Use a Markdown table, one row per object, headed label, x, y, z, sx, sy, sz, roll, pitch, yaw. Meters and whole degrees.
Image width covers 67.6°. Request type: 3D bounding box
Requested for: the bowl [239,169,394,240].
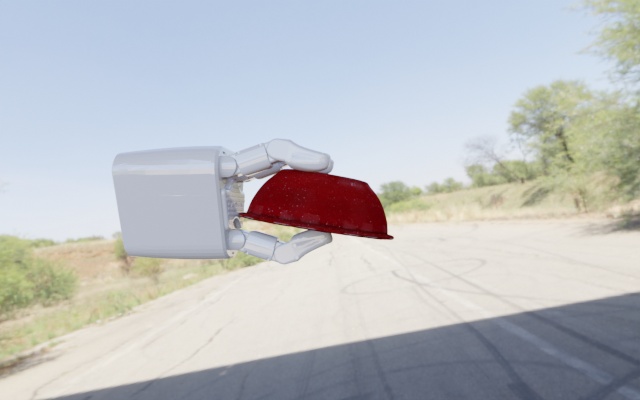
| label | x | y | z | sx | sy | sz | roll | pitch | yaw |
| --- | --- | --- | --- | --- | --- | --- | --- | --- | --- |
| bowl | 0.001 | 0.001 | 0.496 | 0.162 | 0.055 | 0.162 | 9 | -1 | 0 |
